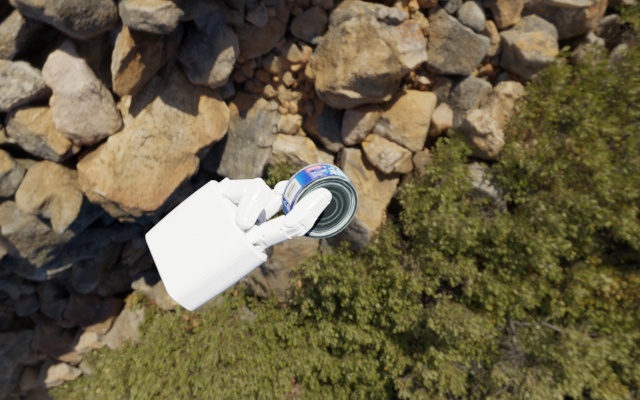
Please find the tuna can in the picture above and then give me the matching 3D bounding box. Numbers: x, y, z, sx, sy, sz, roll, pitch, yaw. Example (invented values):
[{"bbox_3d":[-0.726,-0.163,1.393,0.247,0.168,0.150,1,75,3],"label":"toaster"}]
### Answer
[{"bbox_3d":[0.000,0.002,0.557,0.086,0.086,0.033,0,29,-26],"label":"tuna can"}]
